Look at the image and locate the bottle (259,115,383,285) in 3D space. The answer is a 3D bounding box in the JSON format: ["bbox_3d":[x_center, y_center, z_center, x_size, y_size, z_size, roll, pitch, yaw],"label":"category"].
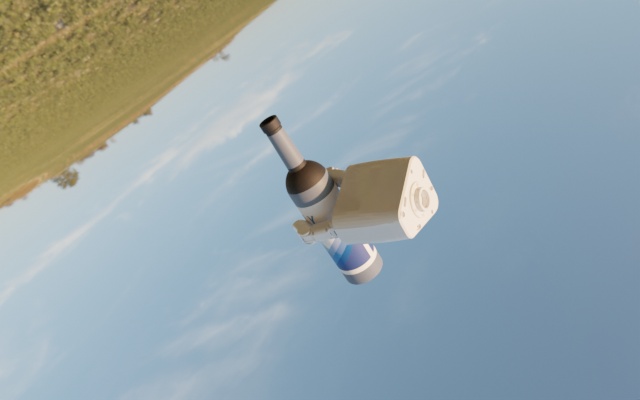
[{"bbox_3d":[0.000,0.003,0.707,0.069,0.296,0.069,-25,29,15],"label":"bottle"}]
